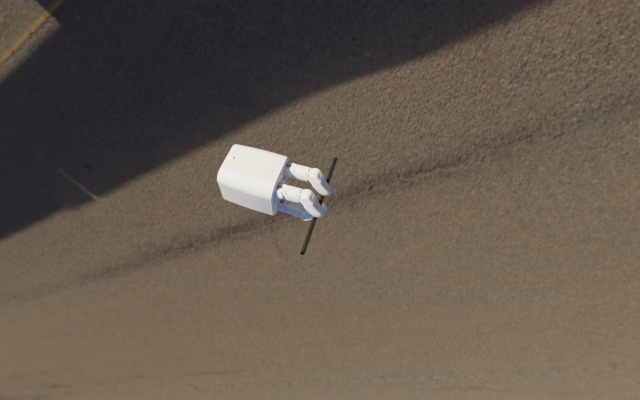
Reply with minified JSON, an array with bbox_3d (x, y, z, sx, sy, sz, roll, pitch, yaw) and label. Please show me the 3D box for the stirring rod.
[{"bbox_3d":[0.000,0.003,0.888,0.011,0.239,0.011,11,-40,10],"label":"stirring rod"}]
